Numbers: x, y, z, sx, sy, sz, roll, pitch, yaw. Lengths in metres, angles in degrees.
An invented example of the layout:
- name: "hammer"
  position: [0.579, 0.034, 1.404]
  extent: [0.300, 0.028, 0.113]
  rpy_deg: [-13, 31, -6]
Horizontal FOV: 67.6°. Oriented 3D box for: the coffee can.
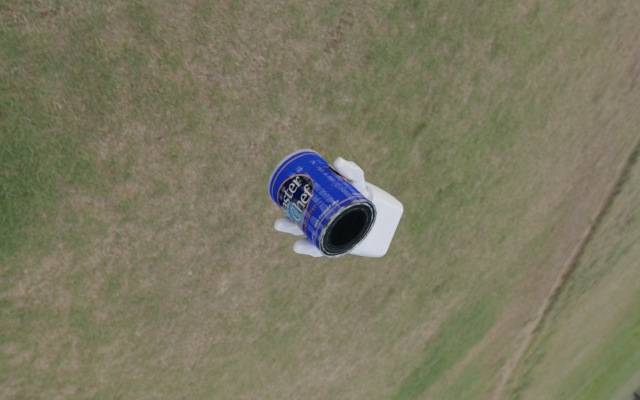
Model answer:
- name: "coffee can"
  position: [0.000, 0.002, 0.710]
  extent: [0.103, 0.103, 0.140]
  rpy_deg: [0, 35, -44]
